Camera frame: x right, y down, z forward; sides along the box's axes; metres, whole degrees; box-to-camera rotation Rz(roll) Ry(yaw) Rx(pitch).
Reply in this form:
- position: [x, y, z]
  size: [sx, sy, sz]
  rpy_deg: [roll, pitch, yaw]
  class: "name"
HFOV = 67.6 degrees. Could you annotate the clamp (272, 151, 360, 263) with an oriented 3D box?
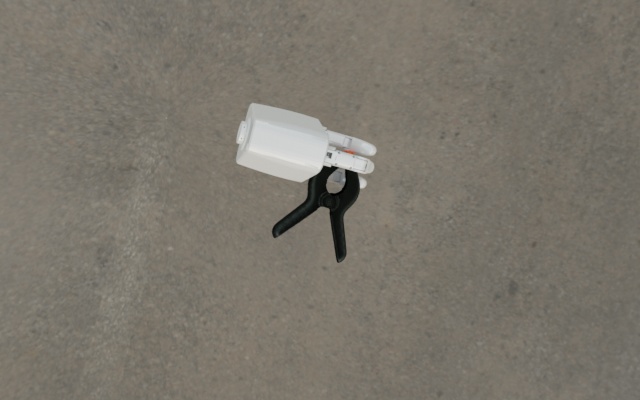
- position: [0.000, 0.002, 0.720]
  size: [0.120, 0.171, 0.039]
  rpy_deg: [13, 5, -16]
  class: "clamp"
